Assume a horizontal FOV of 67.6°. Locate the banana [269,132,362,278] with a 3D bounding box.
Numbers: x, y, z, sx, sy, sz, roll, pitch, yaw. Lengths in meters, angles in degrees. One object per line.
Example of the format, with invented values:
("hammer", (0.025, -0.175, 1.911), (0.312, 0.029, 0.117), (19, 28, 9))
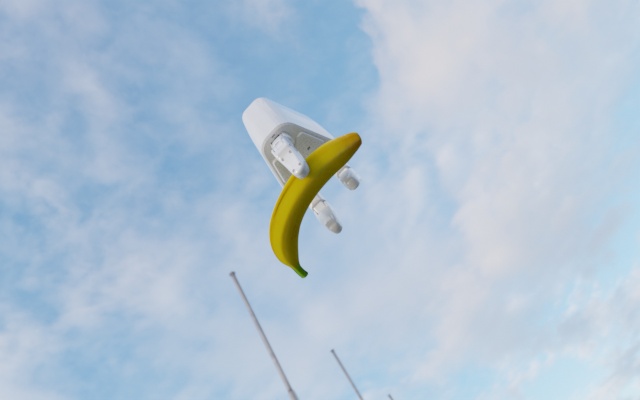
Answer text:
("banana", (-0.017, 0.002, 0.571), (0.069, 0.198, 0.037), (11, 23, -27))
